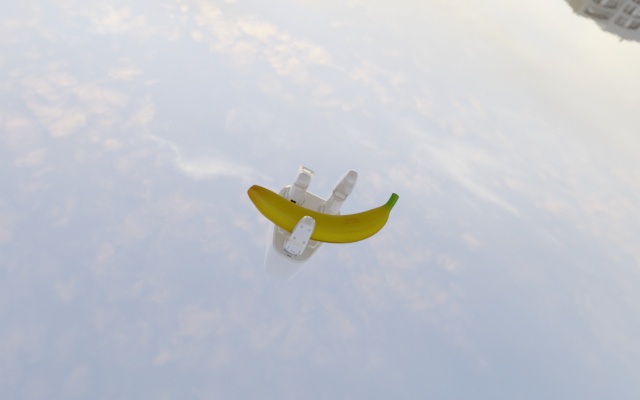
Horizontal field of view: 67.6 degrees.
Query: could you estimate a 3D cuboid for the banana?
[{"bbox_3d":[0.003,0.021,0.617,0.198,0.069,0.037,3,-11,-10],"label":"banana"}]
